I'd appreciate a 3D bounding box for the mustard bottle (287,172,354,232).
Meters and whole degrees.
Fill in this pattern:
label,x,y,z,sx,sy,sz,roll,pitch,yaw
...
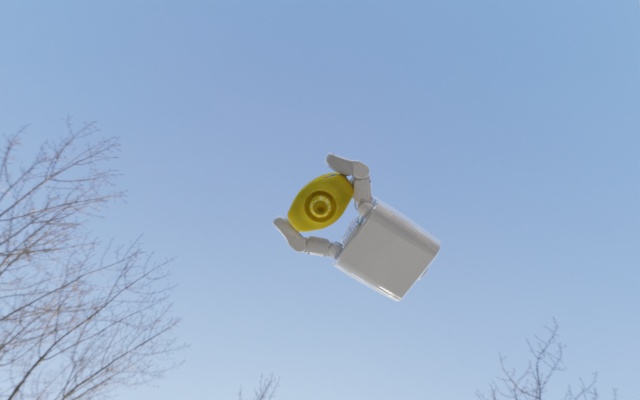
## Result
label,x,y,z,sx,sy,sz,roll,pitch,yaw
mustard bottle,0.000,0.002,0.648,0.096,0.058,0.191,-34,4,2
